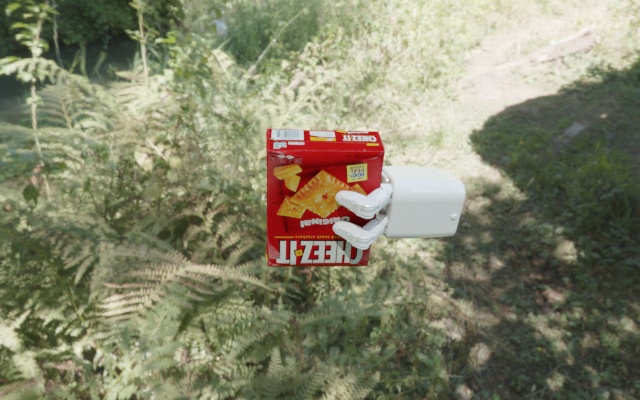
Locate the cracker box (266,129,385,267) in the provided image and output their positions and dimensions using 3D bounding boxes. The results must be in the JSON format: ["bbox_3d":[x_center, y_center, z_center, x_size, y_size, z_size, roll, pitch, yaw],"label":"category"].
[{"bbox_3d":[0.000,0.002,0.718,0.164,0.214,0.072,1,34,-5],"label":"cracker box"}]
